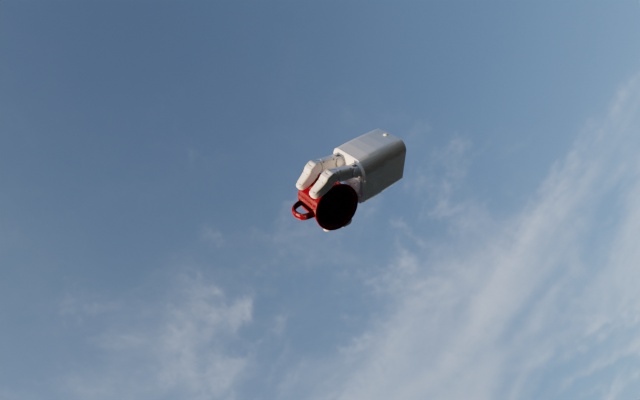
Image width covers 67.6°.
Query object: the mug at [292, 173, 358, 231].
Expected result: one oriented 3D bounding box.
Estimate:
[{"bbox_3d":[-0.001,0.004,0.895,0.117,0.093,0.081,-27,36,-20],"label":"mug"}]
